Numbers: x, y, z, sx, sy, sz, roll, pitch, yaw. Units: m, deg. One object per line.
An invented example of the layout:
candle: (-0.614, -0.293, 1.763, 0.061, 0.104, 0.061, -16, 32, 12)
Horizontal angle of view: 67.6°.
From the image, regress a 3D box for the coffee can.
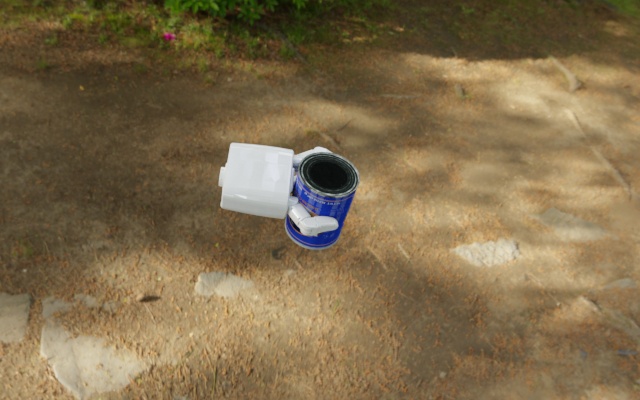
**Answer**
coffee can: (0.000, 0.003, 0.815, 0.103, 0.102, 0.140, 0, -42, -16)
